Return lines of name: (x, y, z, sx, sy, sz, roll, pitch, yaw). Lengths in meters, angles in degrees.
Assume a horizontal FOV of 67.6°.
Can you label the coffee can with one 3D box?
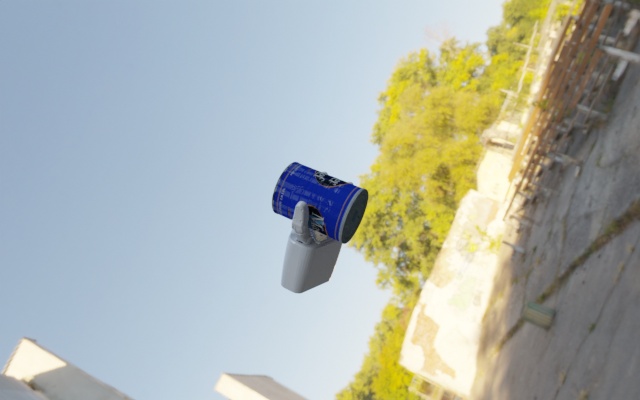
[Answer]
coffee can: (0.000, 0.003, 0.844, 0.140, 0.103, 0.103, 23, 8, 19)
